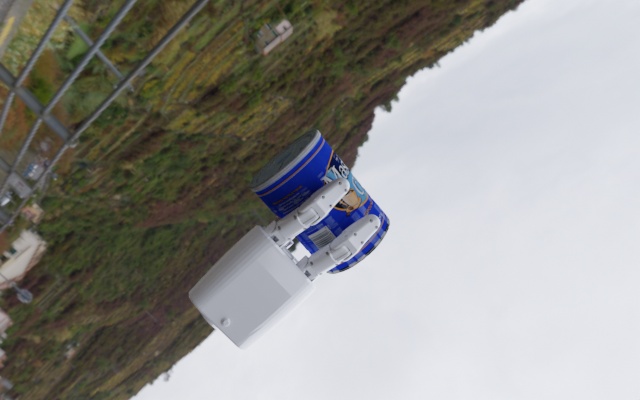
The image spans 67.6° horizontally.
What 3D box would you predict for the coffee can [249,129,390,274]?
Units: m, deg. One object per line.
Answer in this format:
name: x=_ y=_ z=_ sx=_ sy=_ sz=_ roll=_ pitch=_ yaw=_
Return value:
coffee can: x=0.000 y=0.002 z=0.567 sx=0.103 sy=0.140 sz=0.102 roll=-37 pitch=16 yaw=13
